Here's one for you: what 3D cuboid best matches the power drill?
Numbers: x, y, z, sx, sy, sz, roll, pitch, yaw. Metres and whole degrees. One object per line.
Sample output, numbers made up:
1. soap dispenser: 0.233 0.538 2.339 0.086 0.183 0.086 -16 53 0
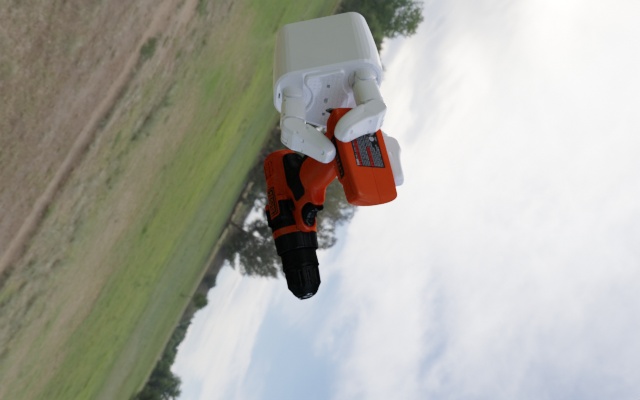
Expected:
1. power drill: 0.000 0.001 0.520 0.057 0.184 0.188 -1 -21 -35
